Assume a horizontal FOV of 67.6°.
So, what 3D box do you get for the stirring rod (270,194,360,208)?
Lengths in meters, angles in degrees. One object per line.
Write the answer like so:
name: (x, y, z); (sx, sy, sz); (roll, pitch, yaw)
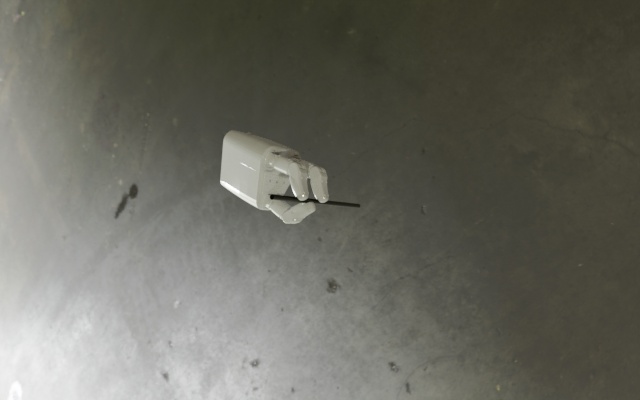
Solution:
stirring rod: (0.000, 0.003, 0.781); (0.011, 0.011, 0.239); (0, -4, 35)
